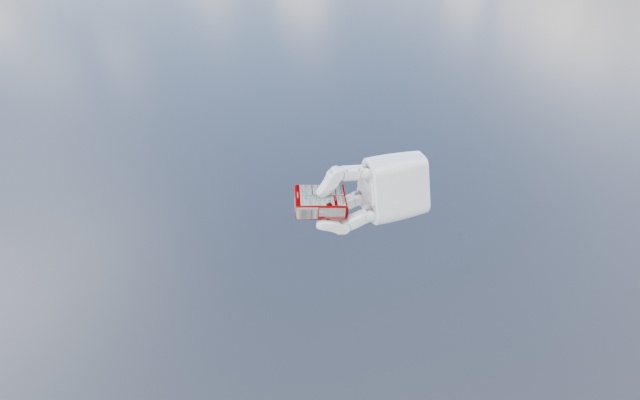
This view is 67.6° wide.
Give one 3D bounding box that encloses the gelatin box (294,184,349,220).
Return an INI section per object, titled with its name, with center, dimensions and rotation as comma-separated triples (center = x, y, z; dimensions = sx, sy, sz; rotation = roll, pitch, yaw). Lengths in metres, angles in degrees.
[gelatin box]
center = 0.000, 0.002, 0.823
dimensions = 0.089, 0.030, 0.073
rotation = 0, 33, -5
